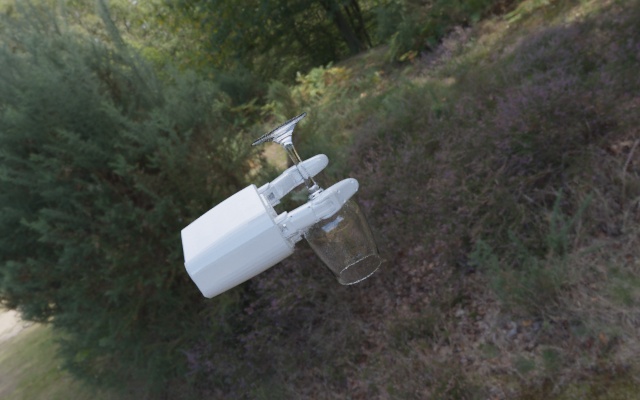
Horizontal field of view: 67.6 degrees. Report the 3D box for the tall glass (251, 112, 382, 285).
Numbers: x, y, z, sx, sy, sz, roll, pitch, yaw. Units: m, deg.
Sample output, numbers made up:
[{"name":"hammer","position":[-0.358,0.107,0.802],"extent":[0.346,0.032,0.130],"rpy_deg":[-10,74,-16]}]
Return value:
[{"name":"tall glass","position":[0.000,0.001,0.568],"extent":[0.079,0.201,0.079],"rpy_deg":[-29,13,7]}]
